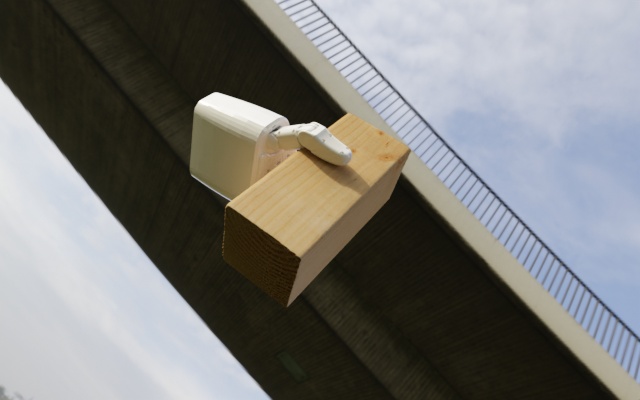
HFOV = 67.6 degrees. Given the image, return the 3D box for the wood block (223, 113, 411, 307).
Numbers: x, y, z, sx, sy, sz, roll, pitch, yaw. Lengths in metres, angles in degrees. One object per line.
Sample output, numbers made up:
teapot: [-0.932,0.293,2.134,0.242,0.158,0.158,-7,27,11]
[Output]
wood block: [0.000,0.001,0.516,0.090,0.091,0.206,34,50,17]
